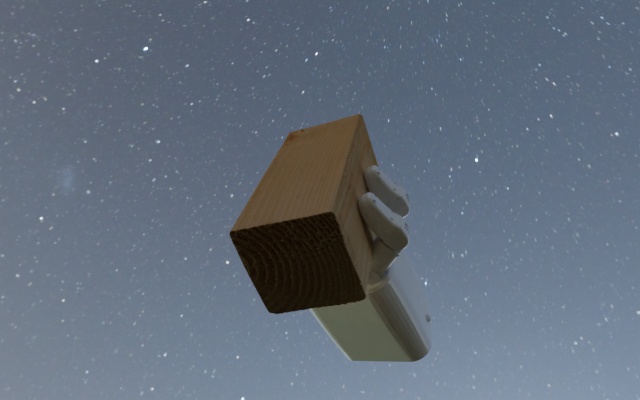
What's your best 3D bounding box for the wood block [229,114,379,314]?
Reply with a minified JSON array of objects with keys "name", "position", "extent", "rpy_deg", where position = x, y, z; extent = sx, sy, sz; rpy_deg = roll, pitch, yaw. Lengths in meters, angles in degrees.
[{"name":"wood block","position":[0.000,0.002,0.465],"extent":[0.091,0.090,0.206],"rpy_deg":[-13,27,18]}]
